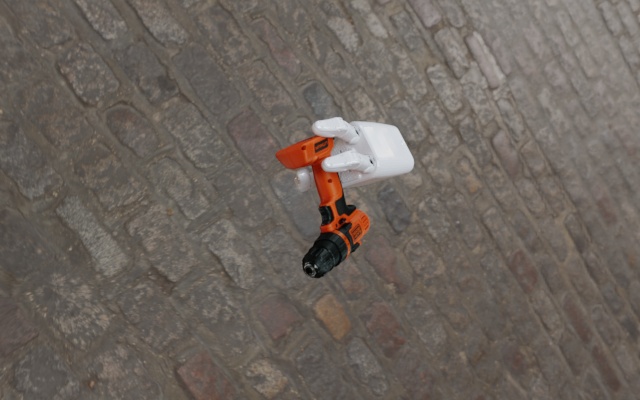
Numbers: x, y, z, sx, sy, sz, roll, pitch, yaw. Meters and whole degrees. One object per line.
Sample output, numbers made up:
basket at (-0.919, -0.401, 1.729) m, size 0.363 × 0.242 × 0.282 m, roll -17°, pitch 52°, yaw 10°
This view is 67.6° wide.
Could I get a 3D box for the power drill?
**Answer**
power drill at (0.000, 0.002, 0.709) m, size 0.057 × 0.188 × 0.184 m, roll -13°, pitch 13°, yaw 29°
